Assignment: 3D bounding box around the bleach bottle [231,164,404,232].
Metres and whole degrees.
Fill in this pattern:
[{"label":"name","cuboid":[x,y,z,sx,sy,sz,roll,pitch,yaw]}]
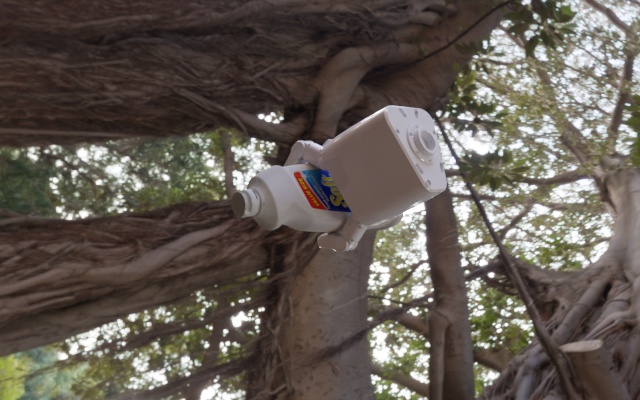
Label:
[{"label":"bleach bottle","cuboid":[0.000,0.002,0.616,0.251,0.102,0.068,-7,-15,-44]}]
